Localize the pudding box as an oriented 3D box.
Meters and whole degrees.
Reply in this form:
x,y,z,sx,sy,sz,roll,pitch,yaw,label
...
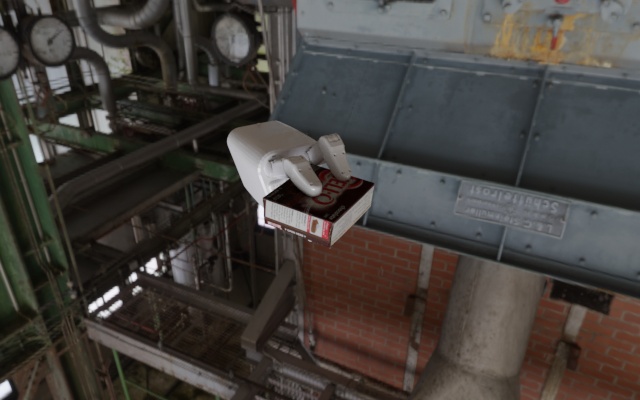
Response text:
x,y,z,sx,sy,sz,roll,pitch,yaw,label
0.000,0.002,0.556,0.090,0.039,0.113,18,34,23,pudding box
